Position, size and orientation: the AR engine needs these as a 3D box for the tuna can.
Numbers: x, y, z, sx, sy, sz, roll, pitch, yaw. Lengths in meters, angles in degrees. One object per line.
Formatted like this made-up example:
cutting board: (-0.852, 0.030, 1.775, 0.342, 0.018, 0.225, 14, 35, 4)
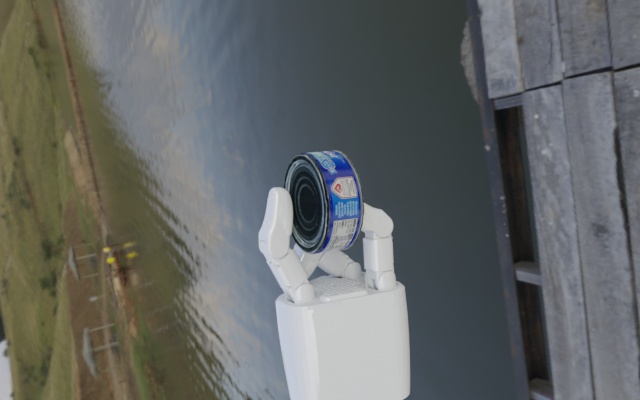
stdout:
tuna can: (0.000, 0.001, 0.402, 0.034, 0.086, 0.086, -6, 3, -27)
